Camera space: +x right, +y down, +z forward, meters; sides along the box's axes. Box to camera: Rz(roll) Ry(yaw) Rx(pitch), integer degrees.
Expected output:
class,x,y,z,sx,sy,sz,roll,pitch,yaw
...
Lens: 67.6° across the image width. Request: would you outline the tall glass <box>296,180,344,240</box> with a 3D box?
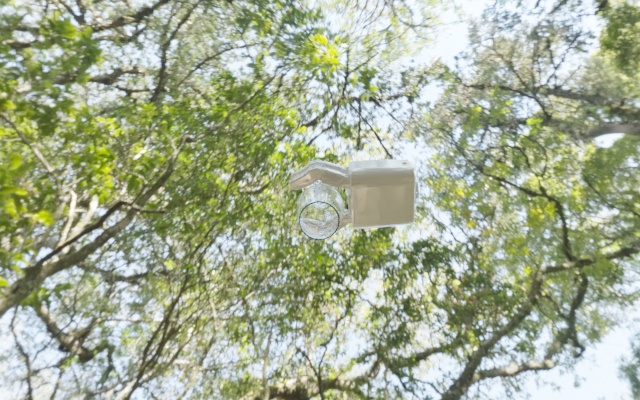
class,x,y,z,sx,sy,sz,roll,pitch,yaw
tall glass,0.000,0.003,0.810,0.079,0.079,0.201,0,17,2
